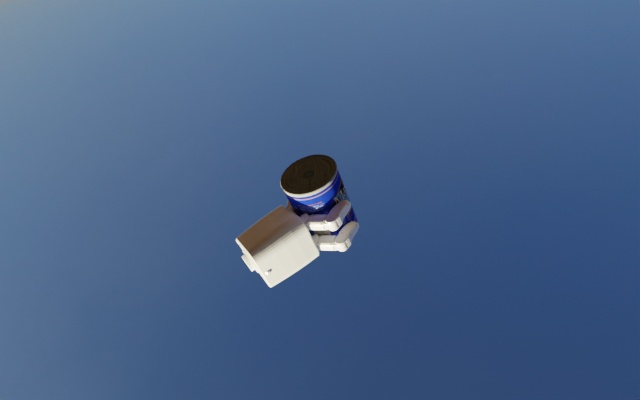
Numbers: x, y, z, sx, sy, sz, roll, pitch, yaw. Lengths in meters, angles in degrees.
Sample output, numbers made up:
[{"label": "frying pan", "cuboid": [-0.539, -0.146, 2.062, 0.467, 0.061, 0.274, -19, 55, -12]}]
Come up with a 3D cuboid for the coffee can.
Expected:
[{"label": "coffee can", "cuboid": [0.000, 0.003, 0.860, 0.103, 0.102, 0.140, 0, -44, 26]}]
